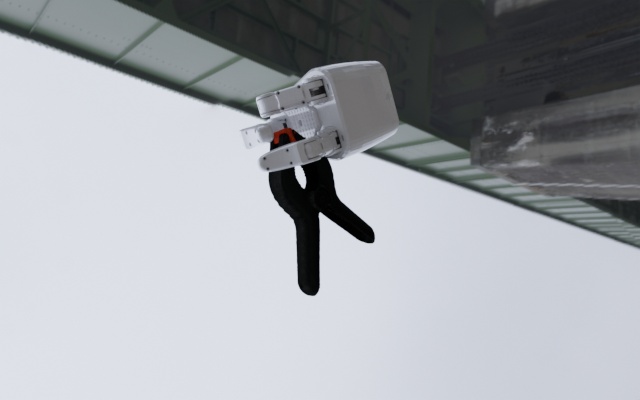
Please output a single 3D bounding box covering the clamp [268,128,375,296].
[{"bbox_3d":[0.000,0.002,0.513,0.039,0.171,0.120,-8,12,41],"label":"clamp"}]
